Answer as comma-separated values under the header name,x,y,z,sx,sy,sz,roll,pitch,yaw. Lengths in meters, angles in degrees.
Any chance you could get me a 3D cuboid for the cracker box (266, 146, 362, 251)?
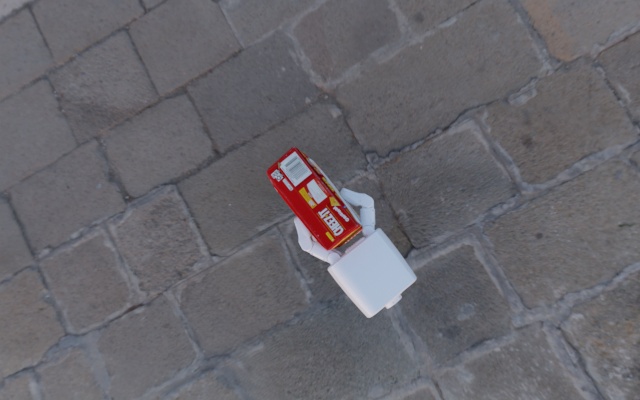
name,x,y,z,sx,sy,sz,roll,pitch,yaw
cracker box,0.000,0.003,0.842,0.072,0.164,0.214,-40,-8,5
